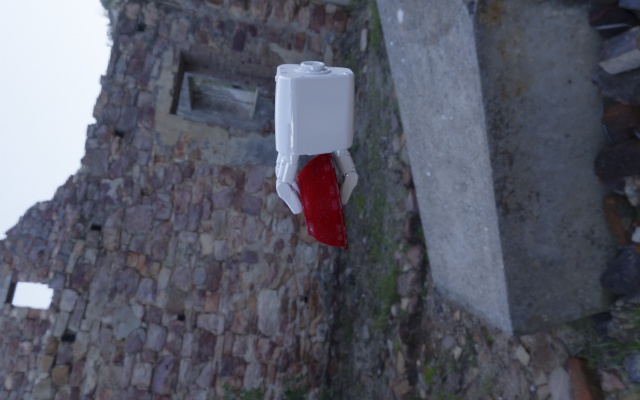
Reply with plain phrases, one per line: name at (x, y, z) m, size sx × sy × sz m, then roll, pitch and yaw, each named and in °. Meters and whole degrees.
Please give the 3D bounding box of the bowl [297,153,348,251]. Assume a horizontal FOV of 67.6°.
bowl at (0.000, 0.004, 0.727) m, size 0.055 × 0.162 × 0.162 m, roll -11°, pitch 0°, yaw -1°
